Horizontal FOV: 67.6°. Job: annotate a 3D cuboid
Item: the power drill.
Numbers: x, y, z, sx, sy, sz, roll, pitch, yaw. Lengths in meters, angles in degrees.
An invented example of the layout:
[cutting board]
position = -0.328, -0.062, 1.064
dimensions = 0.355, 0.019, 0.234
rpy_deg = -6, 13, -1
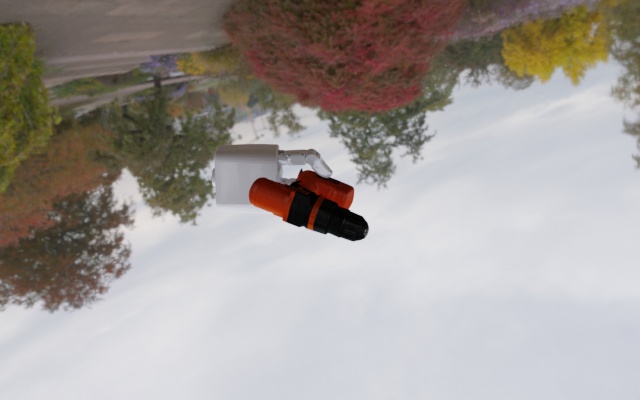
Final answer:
[power drill]
position = 0.000, 0.002, 0.757
dimensions = 0.184, 0.057, 0.187
rpy_deg = 22, 13, 10
